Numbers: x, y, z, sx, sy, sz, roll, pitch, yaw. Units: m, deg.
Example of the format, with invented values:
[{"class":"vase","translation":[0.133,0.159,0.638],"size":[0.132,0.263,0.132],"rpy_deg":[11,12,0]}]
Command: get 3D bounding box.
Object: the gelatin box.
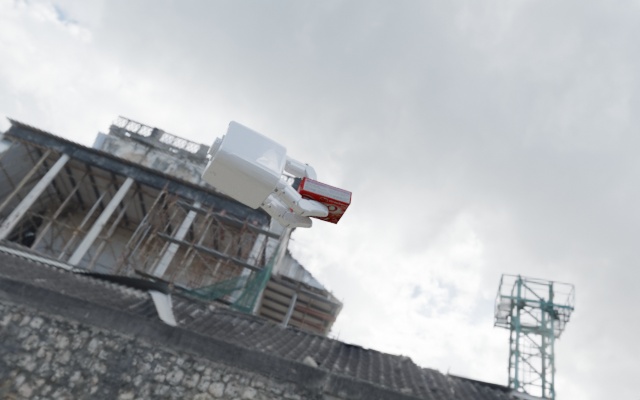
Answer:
[{"class":"gelatin box","translation":[0.001,0.002,0.814],"size":[0.089,0.030,0.073],"rpy_deg":[17,-35,-9]}]
